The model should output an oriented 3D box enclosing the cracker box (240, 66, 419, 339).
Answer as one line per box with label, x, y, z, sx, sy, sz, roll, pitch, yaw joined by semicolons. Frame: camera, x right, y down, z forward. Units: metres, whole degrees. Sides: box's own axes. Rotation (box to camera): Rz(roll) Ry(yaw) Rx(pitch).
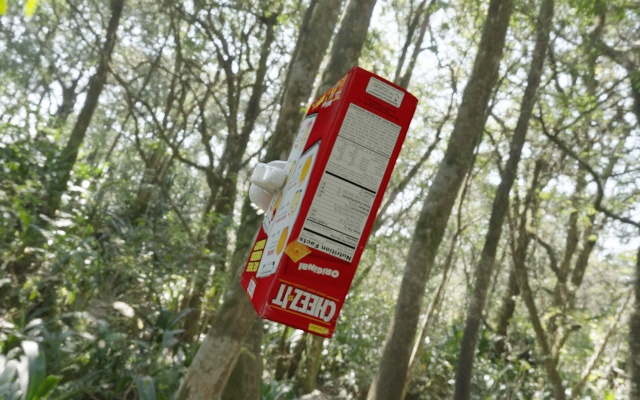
cracker box;0.000;0.001;0.453;0.072;0.213;0.164;22;-5;-13
